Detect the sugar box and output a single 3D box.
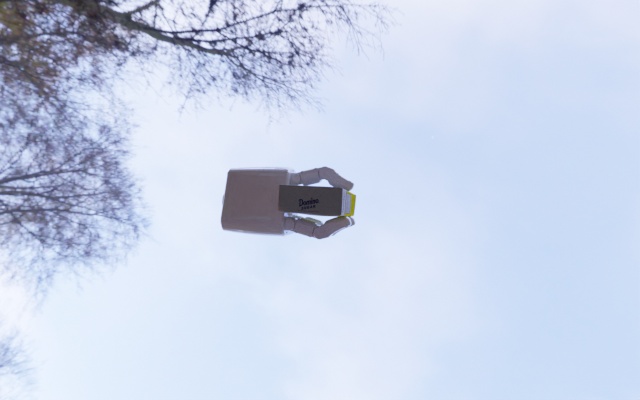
[{"bbox_3d":[0.000,0.003,0.744,0.093,0.048,0.176,3,1,11],"label":"sugar box"}]
